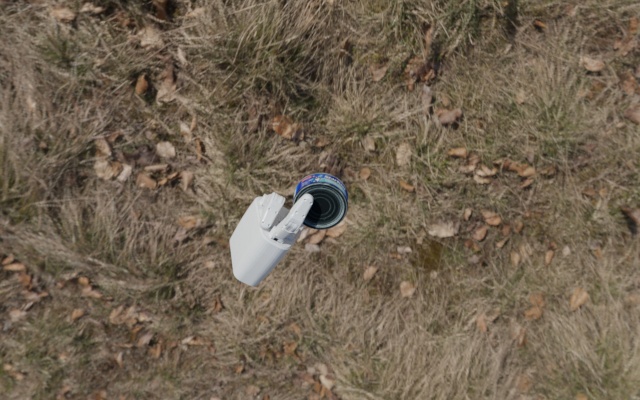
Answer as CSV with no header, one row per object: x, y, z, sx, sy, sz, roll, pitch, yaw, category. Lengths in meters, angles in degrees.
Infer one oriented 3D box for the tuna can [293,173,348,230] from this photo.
0.000,0.003,0.738,0.086,0.086,0.033,0,29,3,tuna can
